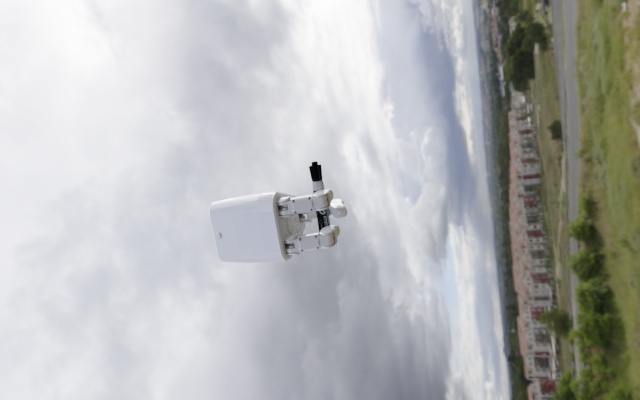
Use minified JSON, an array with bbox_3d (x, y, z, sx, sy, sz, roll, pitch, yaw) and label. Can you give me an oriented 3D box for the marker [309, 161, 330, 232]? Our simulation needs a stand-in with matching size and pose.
[{"bbox_3d":[0.000,0.002,0.708,0.020,0.121,0.020,-9,10,1],"label":"marker"}]
